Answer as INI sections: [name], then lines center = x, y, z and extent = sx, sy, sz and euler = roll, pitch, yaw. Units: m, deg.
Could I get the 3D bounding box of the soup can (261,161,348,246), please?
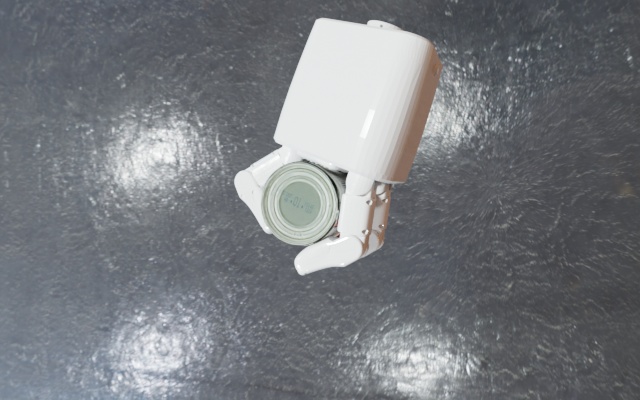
[soup can]
center = 0.000, 0.002, 0.416
extent = 0.068, 0.068, 0.102
euler = 0, 1, 20
